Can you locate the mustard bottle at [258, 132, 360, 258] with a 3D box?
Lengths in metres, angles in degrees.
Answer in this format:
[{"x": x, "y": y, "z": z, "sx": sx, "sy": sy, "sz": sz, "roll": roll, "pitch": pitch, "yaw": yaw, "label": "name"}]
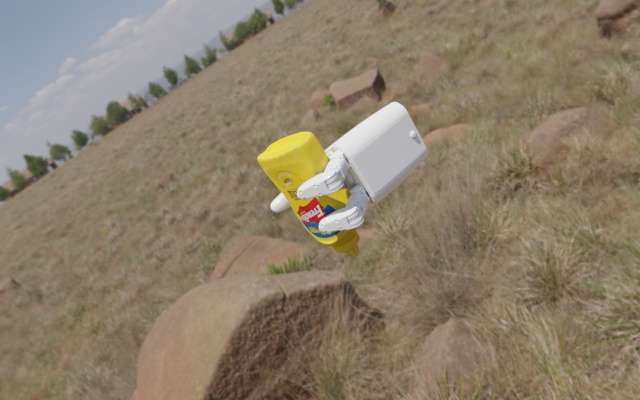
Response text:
[{"x": 0.000, "y": 0.002, "z": 0.648, "sx": 0.096, "sy": 0.192, "sz": 0.058, "roll": -10, "pitch": 31, "yaw": 46, "label": "mustard bottle"}]
